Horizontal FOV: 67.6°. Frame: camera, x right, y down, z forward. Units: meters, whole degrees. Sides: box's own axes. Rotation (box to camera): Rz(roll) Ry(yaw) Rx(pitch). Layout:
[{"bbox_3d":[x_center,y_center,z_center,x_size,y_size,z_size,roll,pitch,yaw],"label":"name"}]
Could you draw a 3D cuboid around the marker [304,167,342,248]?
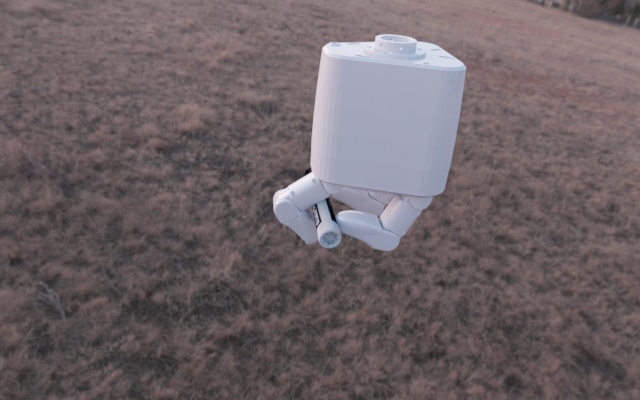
[{"bbox_3d":[0.000,0.001,0.439,0.020,0.020,0.121,0,30,-9],"label":"marker"}]
